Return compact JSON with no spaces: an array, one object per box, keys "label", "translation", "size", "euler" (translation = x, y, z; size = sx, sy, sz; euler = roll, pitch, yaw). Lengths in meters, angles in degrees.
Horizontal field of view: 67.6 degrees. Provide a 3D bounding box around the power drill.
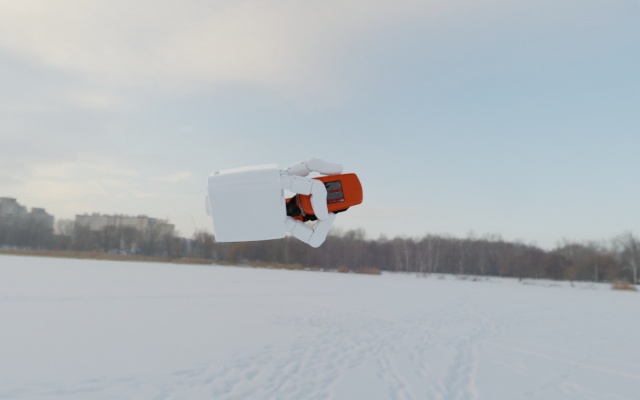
[{"label":"power drill","translation":[0.000,0.003,0.825],"size":[0.184,0.057,0.188],"euler":[-12,-7,-23]}]
